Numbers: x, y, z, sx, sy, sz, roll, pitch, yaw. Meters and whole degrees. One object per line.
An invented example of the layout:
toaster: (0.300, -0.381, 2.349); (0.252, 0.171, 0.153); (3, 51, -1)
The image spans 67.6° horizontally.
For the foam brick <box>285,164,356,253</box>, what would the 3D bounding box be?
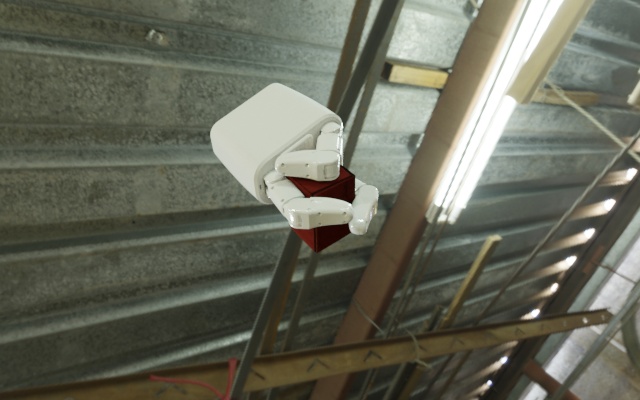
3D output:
foam brick: (0.000, 0.002, 0.487); (0.053, 0.078, 0.051); (-27, 46, -27)
